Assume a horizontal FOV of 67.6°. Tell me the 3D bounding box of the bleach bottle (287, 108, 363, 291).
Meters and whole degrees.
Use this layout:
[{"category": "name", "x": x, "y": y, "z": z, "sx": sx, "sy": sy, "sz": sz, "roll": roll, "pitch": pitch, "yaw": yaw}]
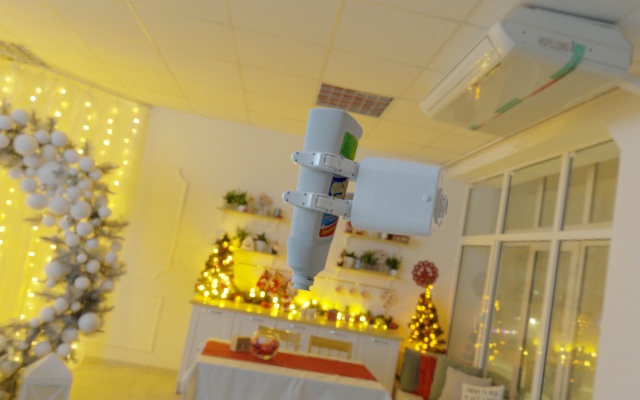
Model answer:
[{"category": "bleach bottle", "x": 0.000, "y": 0.002, "z": 0.683, "sx": 0.068, "sy": 0.251, "sz": 0.102, "roll": 8, "pitch": -8, "yaw": 22}]
